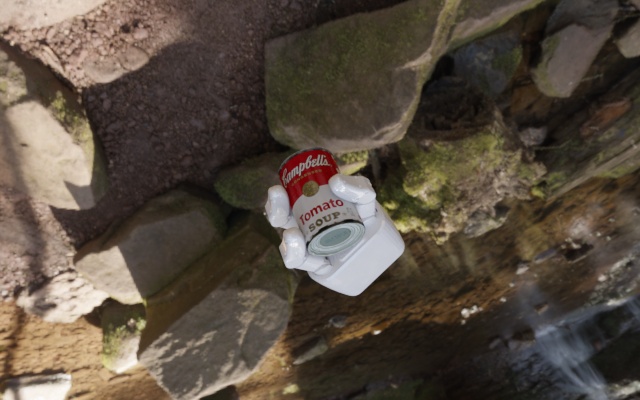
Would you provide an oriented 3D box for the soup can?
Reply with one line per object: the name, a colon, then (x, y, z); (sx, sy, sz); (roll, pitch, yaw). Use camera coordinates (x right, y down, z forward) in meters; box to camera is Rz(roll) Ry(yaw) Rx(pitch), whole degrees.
soup can: (0.000, 0.002, 0.523); (0.068, 0.102, 0.068); (-16, -31, -10)
